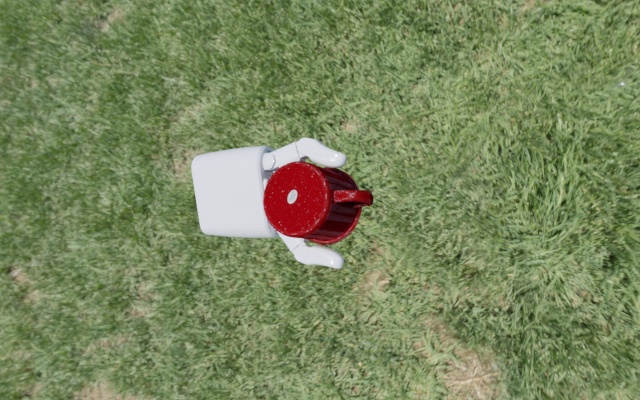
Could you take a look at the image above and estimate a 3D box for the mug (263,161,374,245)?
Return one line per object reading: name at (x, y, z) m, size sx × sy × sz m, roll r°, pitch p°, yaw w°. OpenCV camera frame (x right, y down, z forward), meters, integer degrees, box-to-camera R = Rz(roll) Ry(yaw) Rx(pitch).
mug at (0.001, 0.002, 0.527) m, size 0.117 × 0.093 × 0.081 m, roll -2°, pitch -7°, yaw 25°
